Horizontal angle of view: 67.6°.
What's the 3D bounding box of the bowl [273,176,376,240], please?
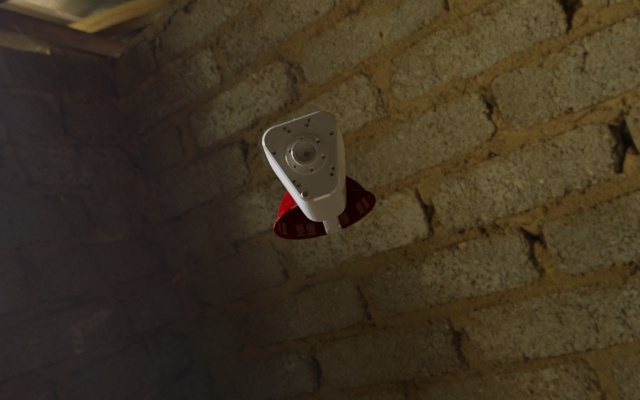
[{"bbox_3d":[0.000,0.003,0.734,0.162,0.055,0.162,-15,-24,-7],"label":"bowl"}]
